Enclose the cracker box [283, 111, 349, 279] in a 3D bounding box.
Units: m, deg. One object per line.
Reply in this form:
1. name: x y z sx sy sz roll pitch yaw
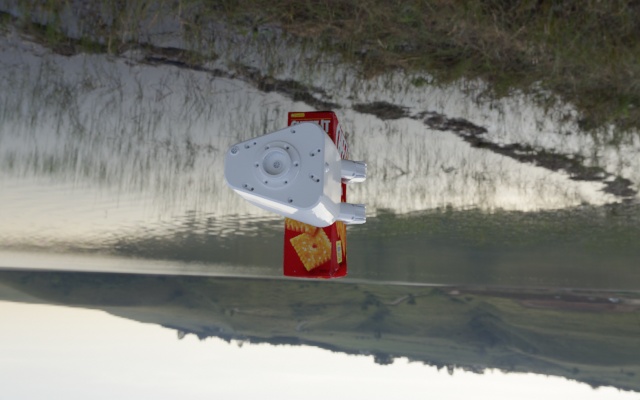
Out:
1. cracker box: 0.000 0.002 0.675 0.072 0.213 0.164 0 -10 9
